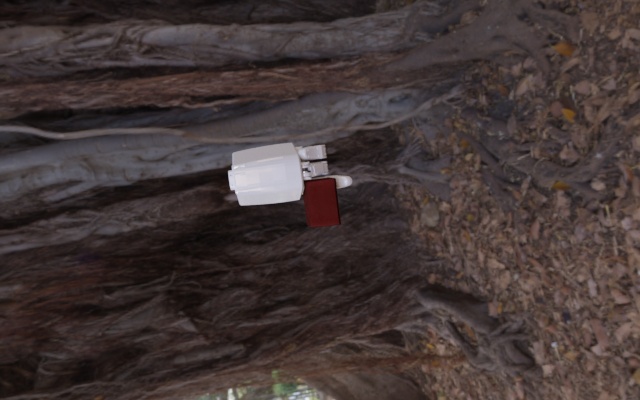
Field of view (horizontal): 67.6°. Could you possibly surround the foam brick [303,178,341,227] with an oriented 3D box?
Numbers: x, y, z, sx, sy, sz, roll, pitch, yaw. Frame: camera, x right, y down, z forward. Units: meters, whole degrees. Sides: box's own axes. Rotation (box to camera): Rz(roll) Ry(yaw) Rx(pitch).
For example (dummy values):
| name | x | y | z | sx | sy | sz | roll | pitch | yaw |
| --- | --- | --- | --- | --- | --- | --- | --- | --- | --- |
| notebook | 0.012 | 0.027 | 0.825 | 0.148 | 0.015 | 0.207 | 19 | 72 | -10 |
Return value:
| name | x | y | z | sx | sy | sz | roll | pitch | yaw |
| --- | --- | --- | --- | --- | --- | --- | --- | --- | --- |
| foam brick | 0.000 | 0.003 | 0.795 | 0.051 | 0.078 | 0.053 | -8 | 5 | -9 |
